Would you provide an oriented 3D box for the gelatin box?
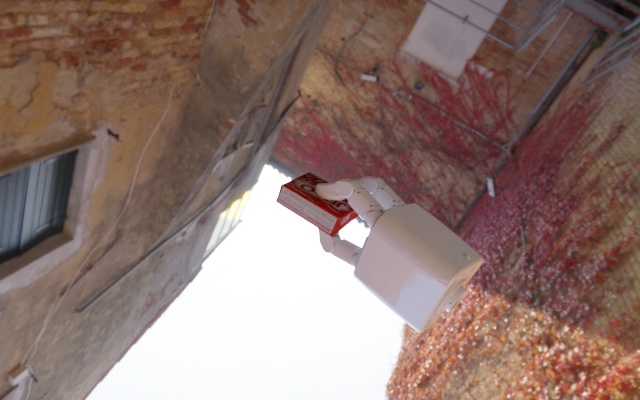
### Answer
[{"bbox_3d":[0.000,0.002,0.607,0.089,0.030,0.073,30,27,17],"label":"gelatin box"}]
